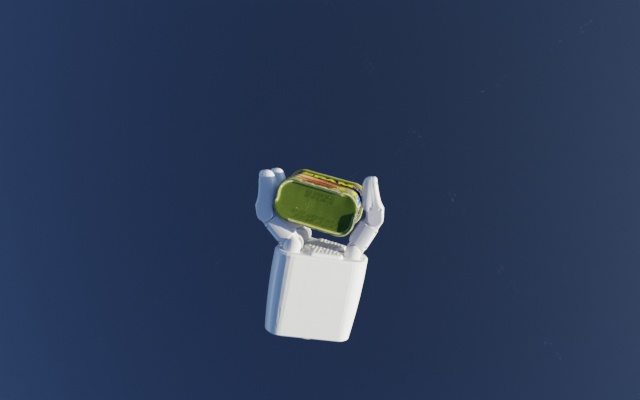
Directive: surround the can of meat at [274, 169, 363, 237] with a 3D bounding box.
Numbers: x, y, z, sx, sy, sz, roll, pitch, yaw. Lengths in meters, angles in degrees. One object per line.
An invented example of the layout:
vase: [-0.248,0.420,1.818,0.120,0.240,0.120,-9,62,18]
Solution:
can of meat: [0.000,0.002,0.580,0.102,0.057,0.084,16,11,7]
